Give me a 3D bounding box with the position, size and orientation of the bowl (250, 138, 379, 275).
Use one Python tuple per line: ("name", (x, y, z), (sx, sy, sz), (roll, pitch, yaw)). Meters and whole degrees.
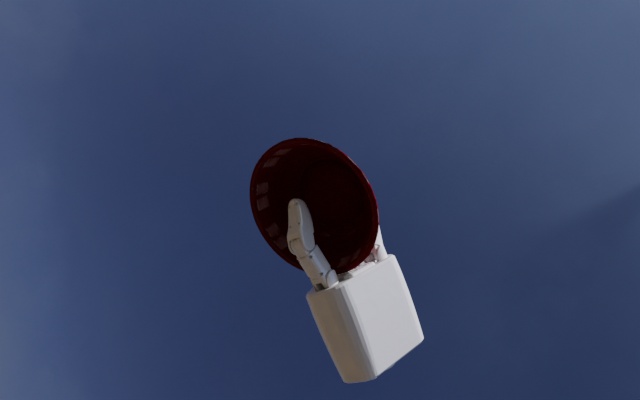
("bowl", (0.000, 0.000, 0.543), (0.162, 0.162, 0.055), (0, 21, 30))
